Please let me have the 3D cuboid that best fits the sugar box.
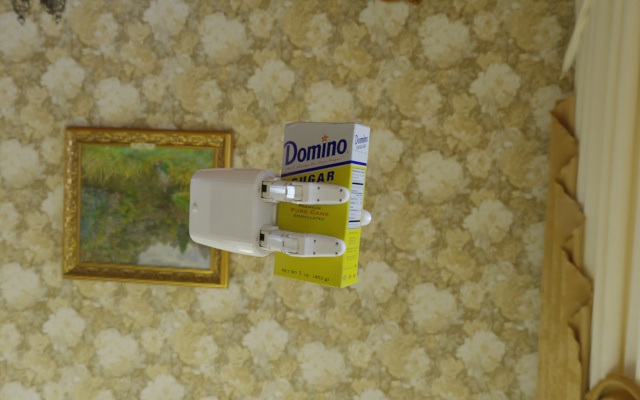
[{"bbox_3d":[0.000,0.002,0.535,0.093,0.176,0.048,5,4,31],"label":"sugar box"}]
